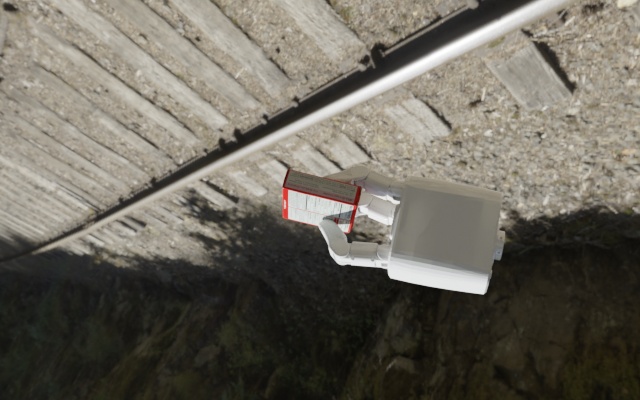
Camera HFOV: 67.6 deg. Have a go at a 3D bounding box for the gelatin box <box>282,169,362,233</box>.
[{"bbox_3d":[0.000,0.002,0.567,0.089,0.030,0.073,13,-29,4],"label":"gelatin box"}]
